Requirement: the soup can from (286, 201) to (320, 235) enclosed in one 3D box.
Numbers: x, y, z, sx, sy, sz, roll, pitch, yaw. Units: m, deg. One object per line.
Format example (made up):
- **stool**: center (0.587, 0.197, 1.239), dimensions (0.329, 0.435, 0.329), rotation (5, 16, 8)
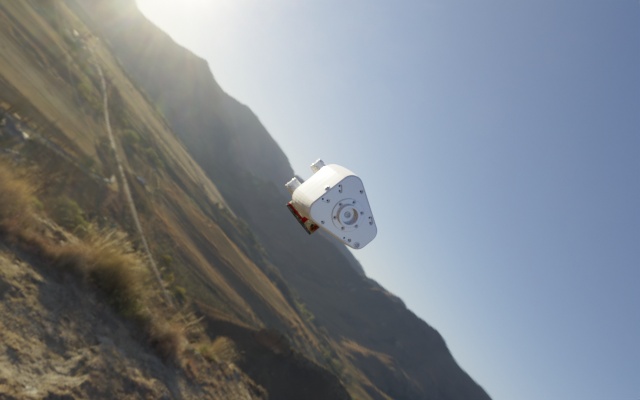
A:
- **soup can**: center (0.000, 0.003, 0.835), dimensions (0.102, 0.068, 0.068), rotation (-38, 4, -5)
